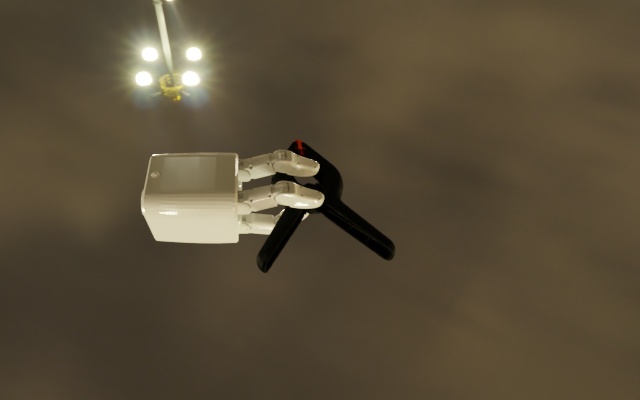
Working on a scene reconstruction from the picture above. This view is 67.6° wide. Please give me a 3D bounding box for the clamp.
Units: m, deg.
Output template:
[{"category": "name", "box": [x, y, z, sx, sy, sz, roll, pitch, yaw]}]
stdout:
[{"category": "clamp", "box": [0.000, 0.002, 0.607, 0.164, 0.209, 0.036, 2, -43, -11]}]
